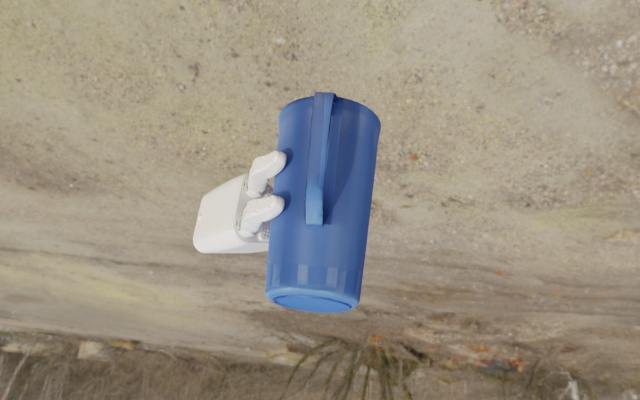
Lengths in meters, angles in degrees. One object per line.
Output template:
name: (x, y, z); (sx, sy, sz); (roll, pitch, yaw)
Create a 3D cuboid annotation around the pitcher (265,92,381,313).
pitcher: (0.000, 0.002, 0.571); (0.149, 0.242, 0.145); (24, -28, -38)
